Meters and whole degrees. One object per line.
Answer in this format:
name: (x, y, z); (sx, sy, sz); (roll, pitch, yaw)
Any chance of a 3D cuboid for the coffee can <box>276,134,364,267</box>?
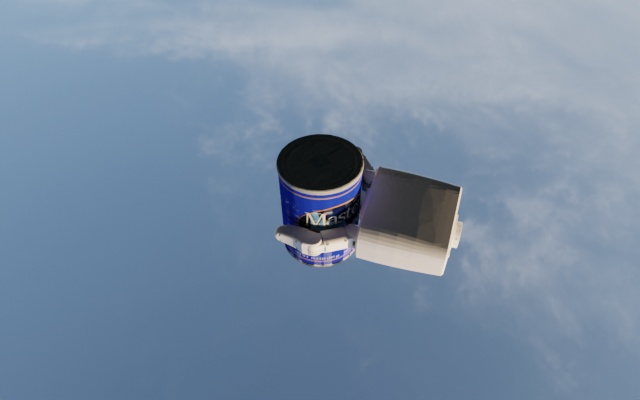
coffee can: (0.000, 0.002, 0.608); (0.103, 0.102, 0.140); (0, -44, 1)
